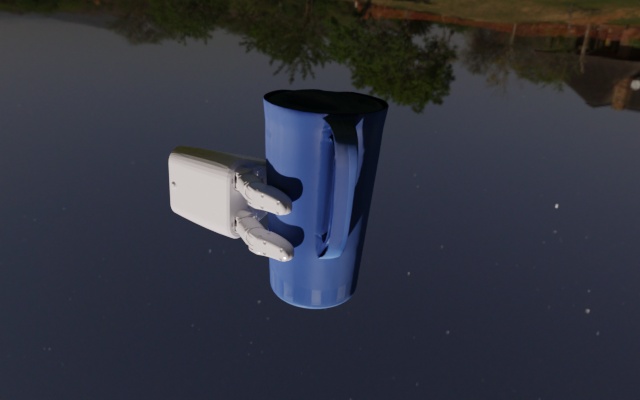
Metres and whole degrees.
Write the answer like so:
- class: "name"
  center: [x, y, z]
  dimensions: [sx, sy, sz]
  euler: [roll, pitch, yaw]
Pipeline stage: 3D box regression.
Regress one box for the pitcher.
- class: "pitcher"
  center: [0.000, 0.002, 0.542]
  dimensions: [0.145, 0.243, 0.149]
  euler: [17, 26, 28]
